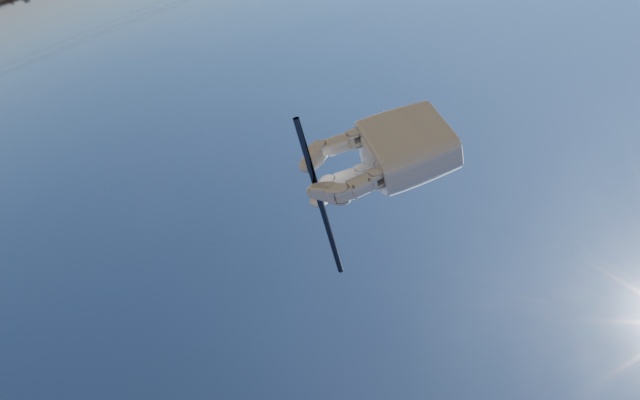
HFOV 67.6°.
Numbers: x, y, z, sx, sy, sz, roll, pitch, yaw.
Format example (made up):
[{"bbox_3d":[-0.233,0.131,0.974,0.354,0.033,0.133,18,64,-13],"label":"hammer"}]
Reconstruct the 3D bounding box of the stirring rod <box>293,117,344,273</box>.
[{"bbox_3d":[0.000,0.002,0.622,0.011,0.240,0.011,-12,32,7],"label":"stirring rod"}]
